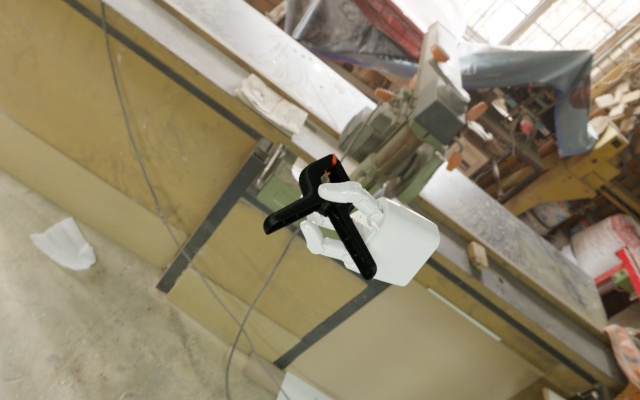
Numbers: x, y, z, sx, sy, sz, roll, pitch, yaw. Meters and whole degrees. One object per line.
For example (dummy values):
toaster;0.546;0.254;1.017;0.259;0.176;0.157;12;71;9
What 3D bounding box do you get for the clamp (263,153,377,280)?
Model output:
clamp;0.001;0.001;0.670;0.164;0.209;0.036;23;-50;-23
